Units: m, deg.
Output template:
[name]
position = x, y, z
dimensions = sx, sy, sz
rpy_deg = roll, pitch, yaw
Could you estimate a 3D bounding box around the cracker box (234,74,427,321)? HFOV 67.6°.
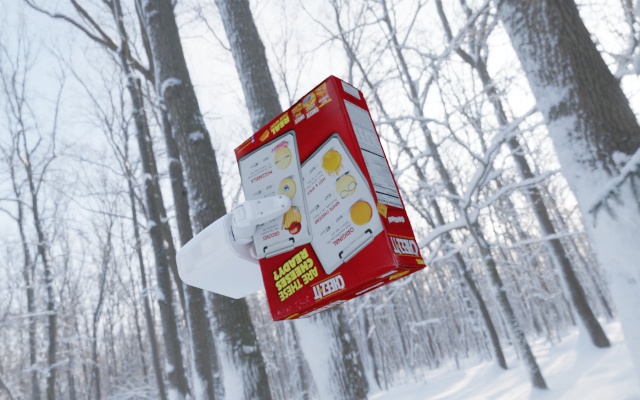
[cracker box]
position = 0.000, 0.002, 0.519
dimensions = 0.164, 0.213, 0.072
rpy_deg = -30, -25, 32
